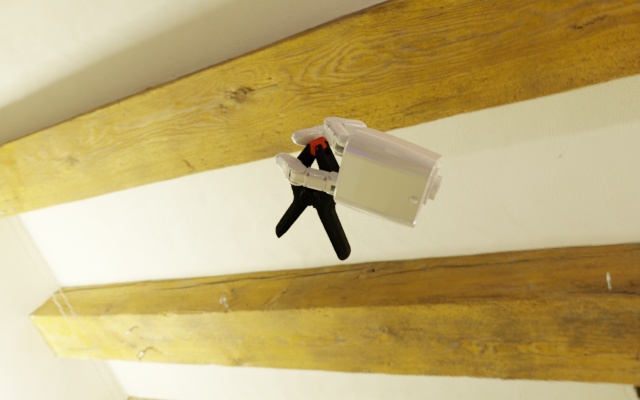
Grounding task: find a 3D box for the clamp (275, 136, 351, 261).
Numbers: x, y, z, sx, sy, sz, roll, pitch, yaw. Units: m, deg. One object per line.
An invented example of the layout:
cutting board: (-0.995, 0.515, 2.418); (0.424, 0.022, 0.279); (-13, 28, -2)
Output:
clamp: (0.000, 0.002, 0.650); (0.120, 0.172, 0.039); (21, 33, 15)
